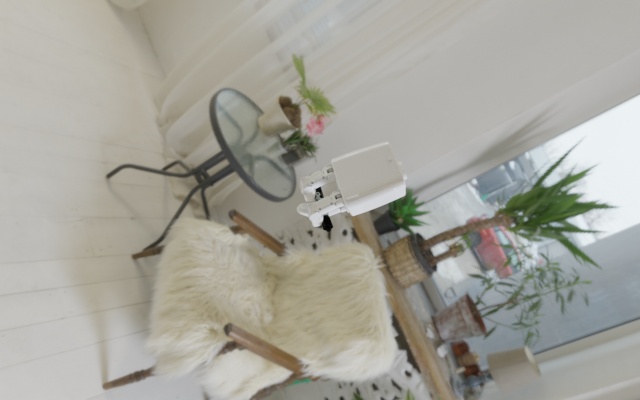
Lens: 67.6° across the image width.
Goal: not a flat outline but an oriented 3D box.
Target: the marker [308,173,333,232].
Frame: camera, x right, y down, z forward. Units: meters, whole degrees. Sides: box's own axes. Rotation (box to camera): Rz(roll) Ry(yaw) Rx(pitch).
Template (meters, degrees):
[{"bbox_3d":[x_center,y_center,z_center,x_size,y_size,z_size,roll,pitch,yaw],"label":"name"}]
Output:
[{"bbox_3d":[0.000,0.003,0.871,0.020,0.121,0.020,-13,-29,-7],"label":"marker"}]
